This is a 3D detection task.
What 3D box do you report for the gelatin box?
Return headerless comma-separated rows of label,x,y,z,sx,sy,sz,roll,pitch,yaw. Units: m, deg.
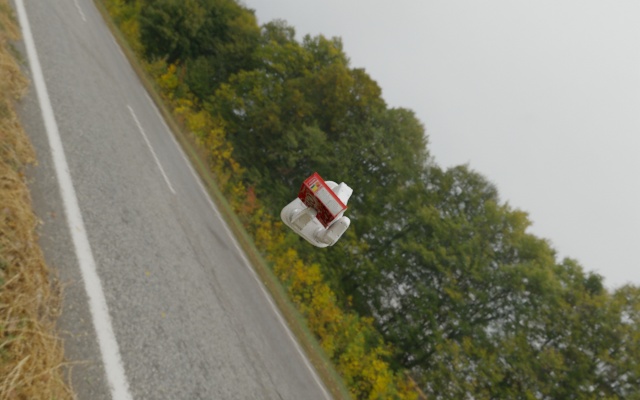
gelatin box,0.001,0.002,0.753,0.030,0.073,0.089,-40,-5,-16
